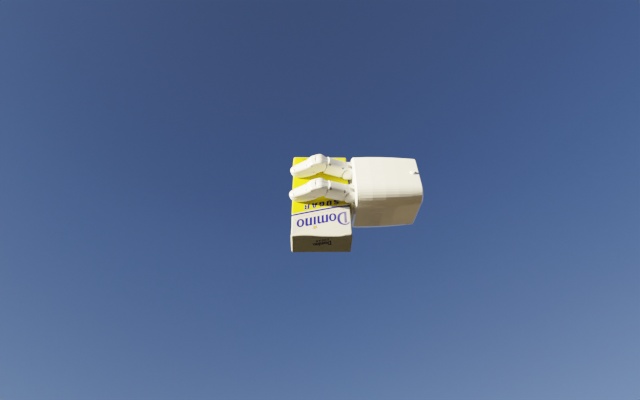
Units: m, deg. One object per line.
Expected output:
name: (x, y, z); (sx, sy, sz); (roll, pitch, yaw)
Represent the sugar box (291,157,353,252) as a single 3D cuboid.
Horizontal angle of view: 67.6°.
sugar box: (0.000, 0.002, 0.770); (0.093, 0.048, 0.176); (0, 44, -2)
